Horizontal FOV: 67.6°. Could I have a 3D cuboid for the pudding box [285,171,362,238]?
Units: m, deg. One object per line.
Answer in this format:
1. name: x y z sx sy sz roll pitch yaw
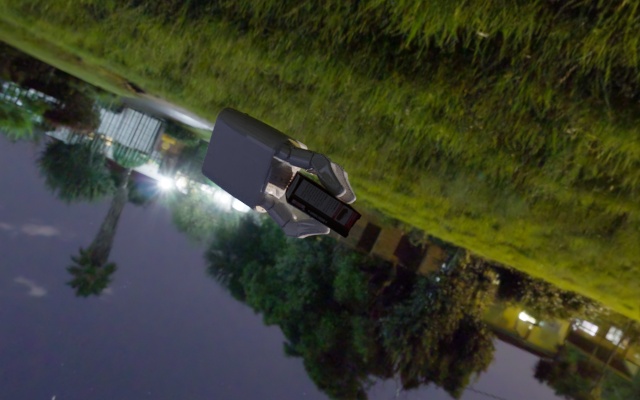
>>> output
1. pudding box: 0.000 0.002 0.620 0.090 0.039 0.113 32 5 -8
